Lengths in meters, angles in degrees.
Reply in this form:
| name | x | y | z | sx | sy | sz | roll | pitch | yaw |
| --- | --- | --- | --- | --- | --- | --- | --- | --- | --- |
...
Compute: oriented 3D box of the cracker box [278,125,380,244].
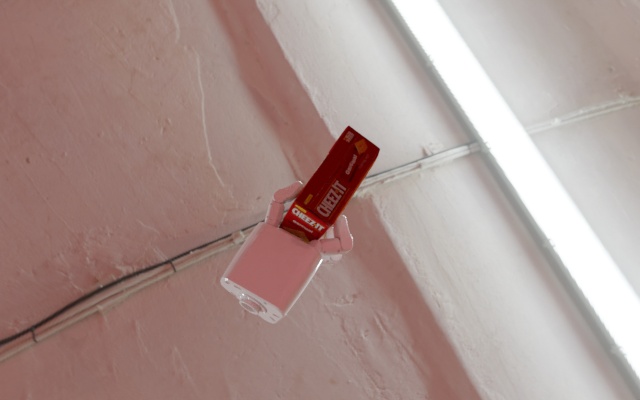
| name | x | y | z | sx | sy | sz | roll | pitch | yaw |
| --- | --- | --- | --- | --- | --- | --- | --- | --- | --- |
| cracker box | 0.000 | 0.003 | 0.782 | 0.072 | 0.164 | 0.214 | 34 | -29 | -1 |
